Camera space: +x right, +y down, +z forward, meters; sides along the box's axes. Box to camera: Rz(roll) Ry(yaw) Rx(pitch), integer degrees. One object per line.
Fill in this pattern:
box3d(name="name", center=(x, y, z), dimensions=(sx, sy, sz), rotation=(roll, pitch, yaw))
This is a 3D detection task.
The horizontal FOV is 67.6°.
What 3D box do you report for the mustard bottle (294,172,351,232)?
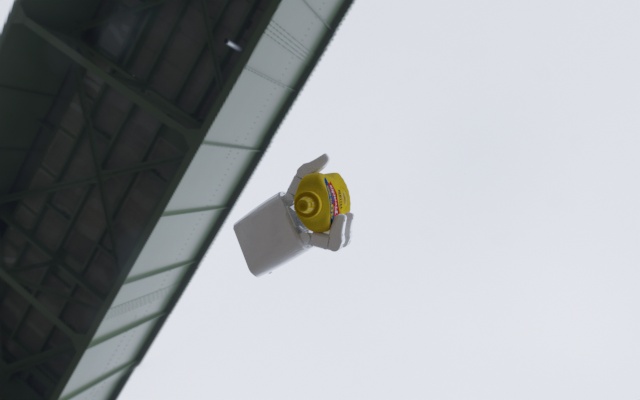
box3d(name="mustard bottle", center=(0.001, 0.002, 0.781), dimensions=(0.058, 0.096, 0.191), rotation=(-6, 1, 17))
